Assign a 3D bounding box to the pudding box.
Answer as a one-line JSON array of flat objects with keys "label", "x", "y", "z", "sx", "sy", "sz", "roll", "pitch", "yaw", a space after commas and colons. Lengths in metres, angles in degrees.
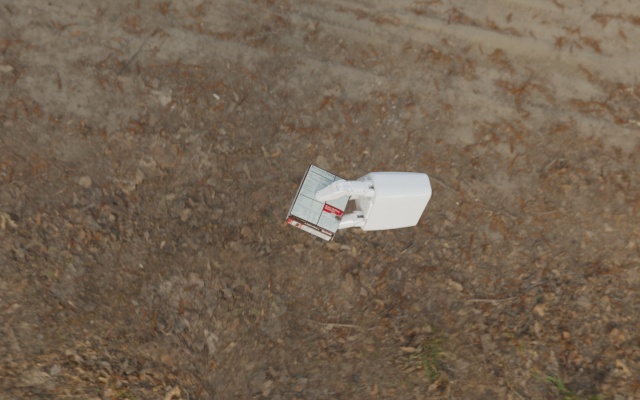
[{"label": "pudding box", "x": 0.000, "y": 0.003, "z": 0.840, "sx": 0.090, "sy": 0.113, "sz": 0.039, "roll": 24, "pitch": -28, "yaw": -3}]
